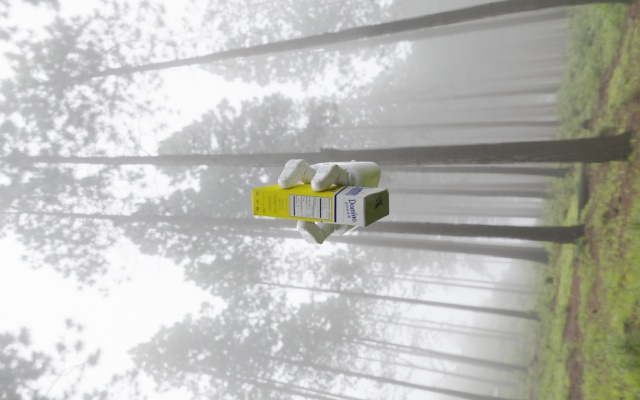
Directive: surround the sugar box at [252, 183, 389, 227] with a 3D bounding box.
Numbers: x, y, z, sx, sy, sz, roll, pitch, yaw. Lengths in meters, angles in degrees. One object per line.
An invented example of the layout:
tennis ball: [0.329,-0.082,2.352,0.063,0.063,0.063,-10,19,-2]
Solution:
sugar box: [0.000,0.002,0.678,0.176,0.048,0.093,1,9,27]
